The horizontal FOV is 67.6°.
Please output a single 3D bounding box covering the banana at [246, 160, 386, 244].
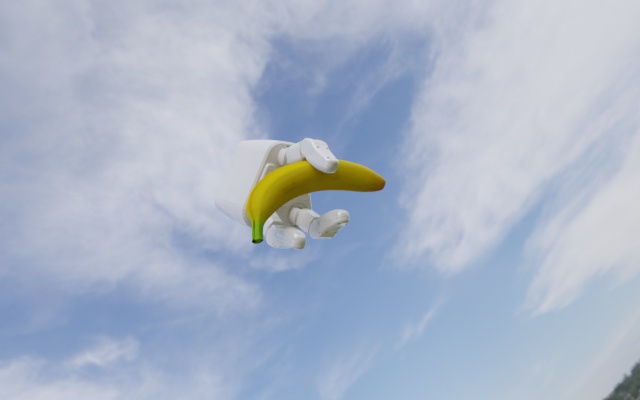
[{"bbox_3d":[-0.011,-0.014,0.540,0.197,0.069,0.037,-23,-6,-34],"label":"banana"}]
